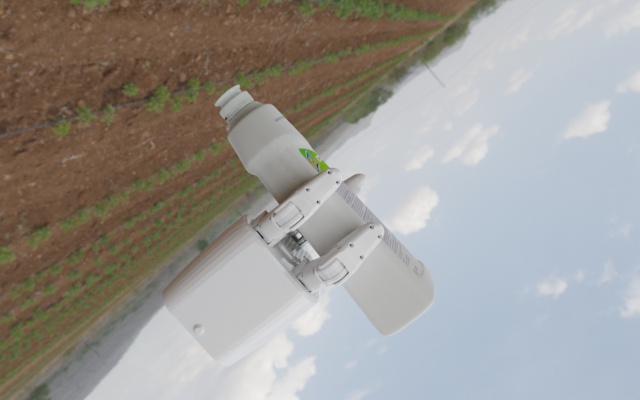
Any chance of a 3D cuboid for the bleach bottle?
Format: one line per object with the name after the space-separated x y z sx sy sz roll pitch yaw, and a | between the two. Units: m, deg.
0.000 0.001 0.436 0.068 0.251 0.102 -40 5 10 | bleach bottle
